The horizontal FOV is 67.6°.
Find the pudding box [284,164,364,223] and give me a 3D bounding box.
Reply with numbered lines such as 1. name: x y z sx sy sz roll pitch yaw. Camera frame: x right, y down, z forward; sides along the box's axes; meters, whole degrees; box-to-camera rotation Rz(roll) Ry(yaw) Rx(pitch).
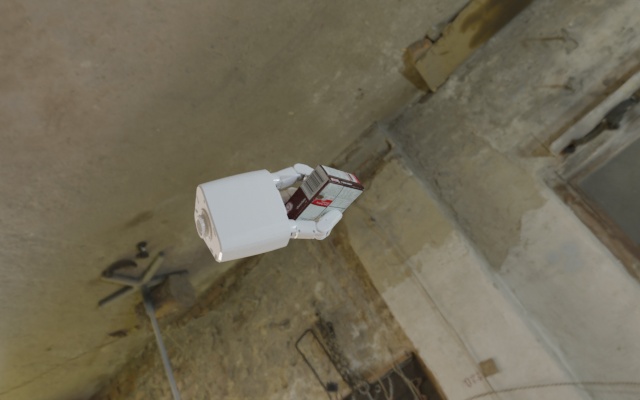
1. pudding box: 0.000 0.003 0.740 0.090 0.039 0.113 11 -50 -49
